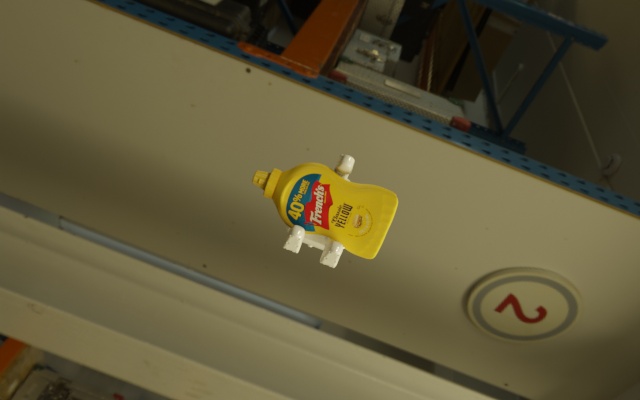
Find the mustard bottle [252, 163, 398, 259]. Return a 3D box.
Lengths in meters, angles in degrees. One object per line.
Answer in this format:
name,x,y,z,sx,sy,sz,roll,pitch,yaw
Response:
mustard bottle,0.000,0.002,0.645,0.191,0.096,0.058,21,15,-1
